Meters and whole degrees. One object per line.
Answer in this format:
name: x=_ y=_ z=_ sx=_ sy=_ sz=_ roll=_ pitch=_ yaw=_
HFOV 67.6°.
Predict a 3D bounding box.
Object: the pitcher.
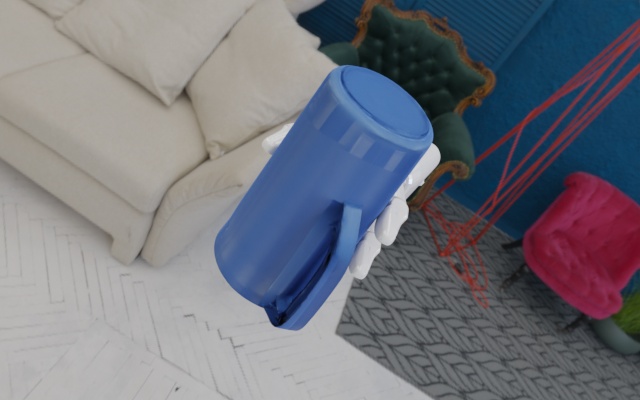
pitcher: x=0.000 y=0.001 z=0.468 sx=0.145 sy=0.149 sz=0.243 roll=-29 pitch=-20 yaw=-52
